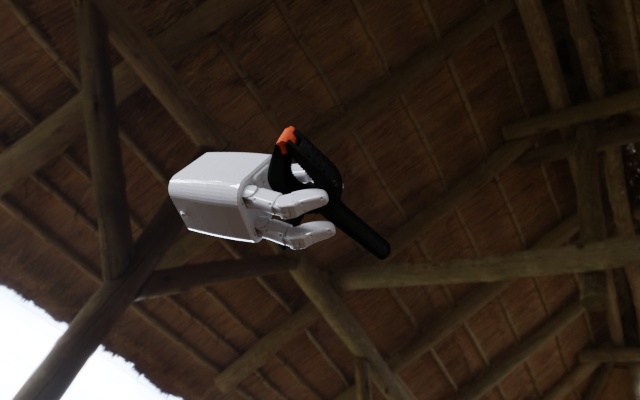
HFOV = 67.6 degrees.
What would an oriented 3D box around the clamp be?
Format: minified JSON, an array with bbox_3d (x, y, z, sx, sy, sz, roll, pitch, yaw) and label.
[{"bbox_3d":[0.000,0.001,0.593,0.164,0.036,0.210,6,-43,20],"label":"clamp"}]
